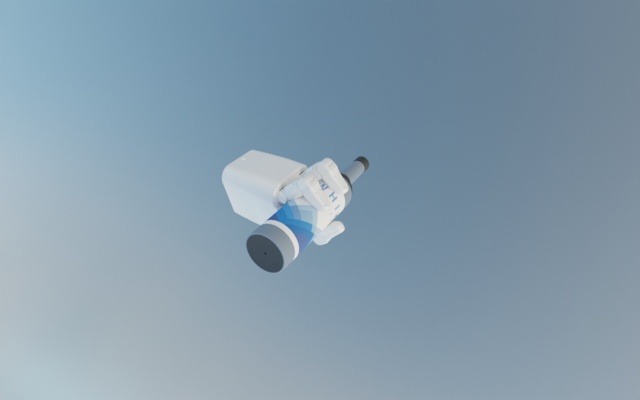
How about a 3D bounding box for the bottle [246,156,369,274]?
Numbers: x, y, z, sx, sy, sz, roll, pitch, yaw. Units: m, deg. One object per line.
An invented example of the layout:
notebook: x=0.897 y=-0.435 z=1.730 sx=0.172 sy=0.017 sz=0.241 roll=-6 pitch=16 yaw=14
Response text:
bottle: x=0.000 y=0.003 z=0.749 sx=0.069 sy=0.069 sz=0.295 roll=0 pitch=28 yaw=36
